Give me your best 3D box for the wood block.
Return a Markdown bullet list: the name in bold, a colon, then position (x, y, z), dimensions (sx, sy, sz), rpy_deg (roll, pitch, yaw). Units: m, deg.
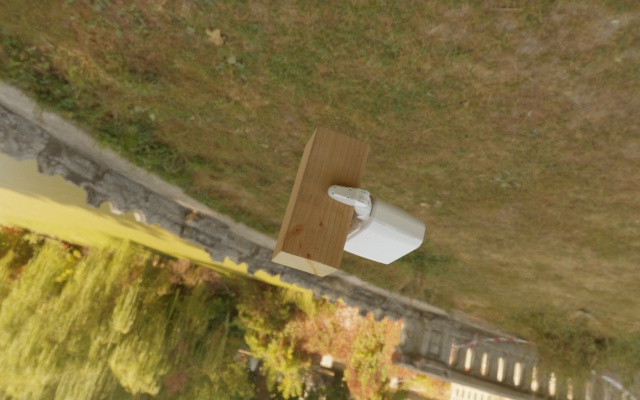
- **wood block**: position (0.001, 0.003, 0.745), dimensions (0.090, 0.206, 0.091), rpy_deg (19, -20, -10)
